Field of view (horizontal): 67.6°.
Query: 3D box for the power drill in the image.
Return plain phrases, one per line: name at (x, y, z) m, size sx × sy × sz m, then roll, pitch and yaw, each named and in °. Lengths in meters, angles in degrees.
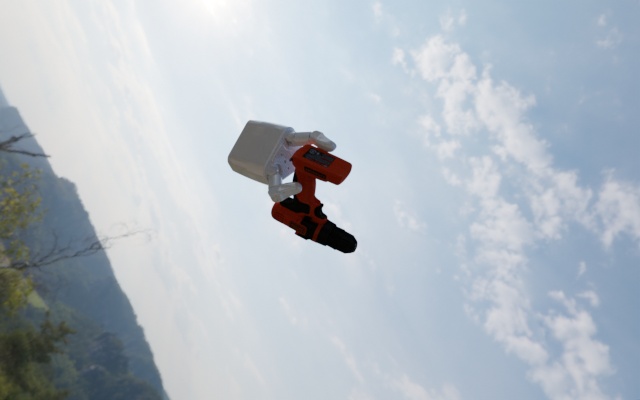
power drill at (0.000, 0.002, 0.884) m, size 0.184 × 0.188 × 0.057 m, roll 25°, pitch 41°, yaw 12°
